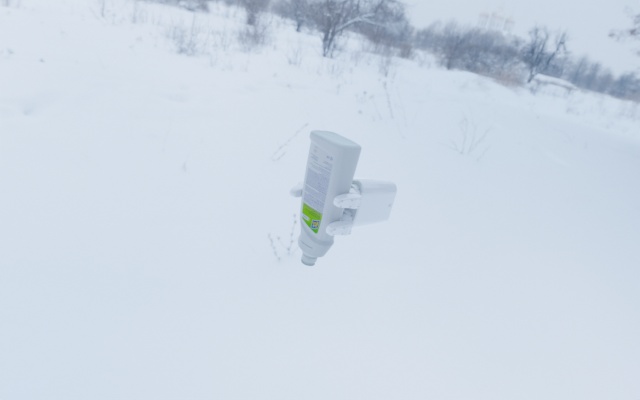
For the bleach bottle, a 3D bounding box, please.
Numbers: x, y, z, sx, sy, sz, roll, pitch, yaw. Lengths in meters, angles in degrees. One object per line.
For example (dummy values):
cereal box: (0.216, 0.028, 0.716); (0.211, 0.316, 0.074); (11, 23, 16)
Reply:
bleach bottle: (0.000, 0.003, 0.894); (0.068, 0.251, 0.102); (-2, 25, -40)
